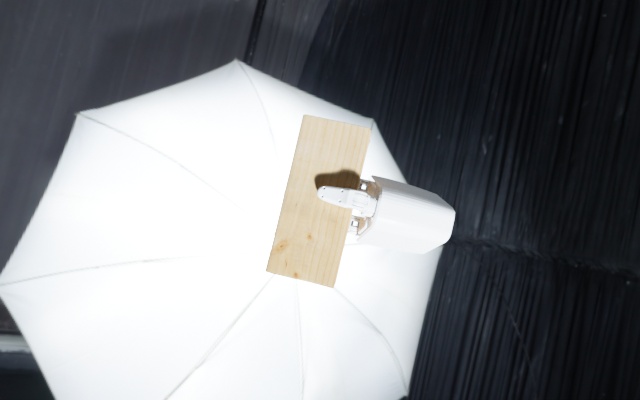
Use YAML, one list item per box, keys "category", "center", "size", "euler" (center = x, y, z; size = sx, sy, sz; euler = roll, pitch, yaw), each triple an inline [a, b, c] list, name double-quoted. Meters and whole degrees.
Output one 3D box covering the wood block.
- category: "wood block"
  center: [0.000, 0.002, 0.639]
  size: [0.090, 0.206, 0.091]
  euler: [13, -3, 5]
